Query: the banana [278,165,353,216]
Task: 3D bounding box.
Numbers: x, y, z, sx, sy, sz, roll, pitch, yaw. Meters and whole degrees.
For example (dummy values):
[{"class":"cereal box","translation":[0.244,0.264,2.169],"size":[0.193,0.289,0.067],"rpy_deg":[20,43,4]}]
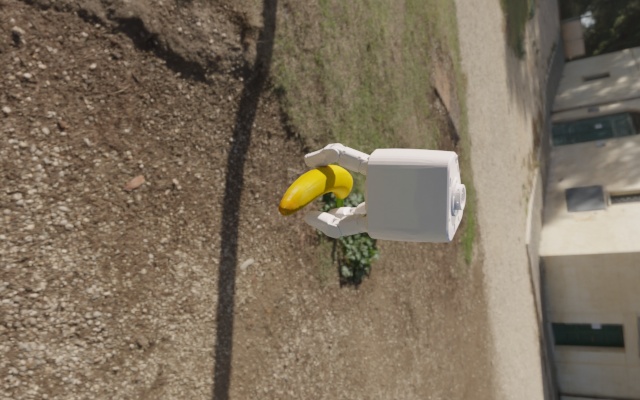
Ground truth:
[{"class":"banana","translation":[0.005,-0.016,0.670],"size":[0.037,0.069,0.198],"rpy_deg":[13,7,25]}]
